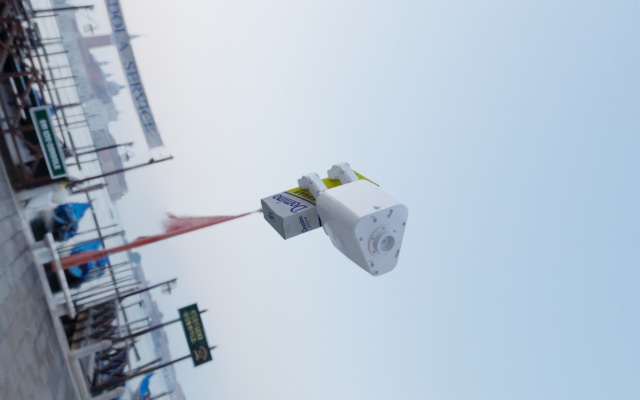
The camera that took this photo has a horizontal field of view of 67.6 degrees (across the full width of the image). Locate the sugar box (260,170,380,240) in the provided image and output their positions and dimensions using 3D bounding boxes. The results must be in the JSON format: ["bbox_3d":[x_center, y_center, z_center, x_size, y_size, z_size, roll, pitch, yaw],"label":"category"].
[{"bbox_3d":[0.000,0.002,0.783,0.176,0.048,0.093,-17,27,-23],"label":"sugar box"}]
